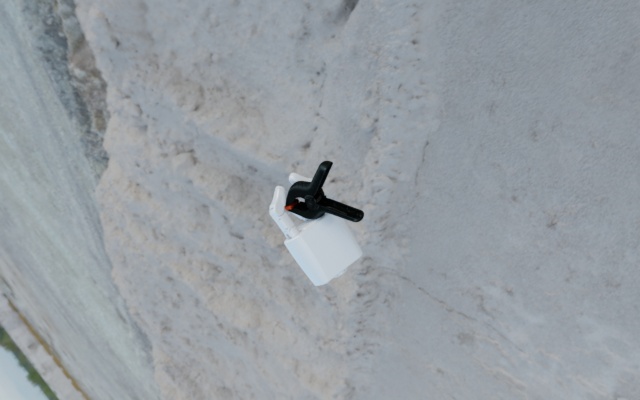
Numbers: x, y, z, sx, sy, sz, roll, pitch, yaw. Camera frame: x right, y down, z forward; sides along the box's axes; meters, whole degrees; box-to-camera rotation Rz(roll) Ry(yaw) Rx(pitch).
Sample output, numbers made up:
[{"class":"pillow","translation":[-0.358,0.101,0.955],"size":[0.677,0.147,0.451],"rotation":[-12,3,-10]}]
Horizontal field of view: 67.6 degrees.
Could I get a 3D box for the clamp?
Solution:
[{"class":"clamp","translation":[0.000,0.003,0.851],"size":[0.039,0.120,0.171],"rotation":[-38,7,-35]}]
